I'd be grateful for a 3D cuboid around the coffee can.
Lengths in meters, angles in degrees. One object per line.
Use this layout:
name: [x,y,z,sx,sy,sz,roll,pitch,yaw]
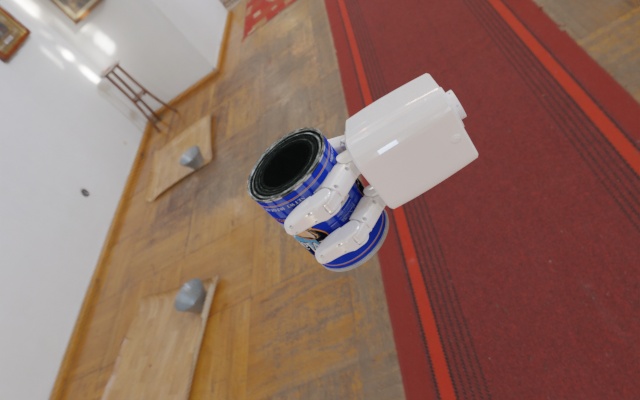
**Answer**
coffee can: [0.000,0.002,0.545,0.103,0.102,0.140,0,-37,44]
